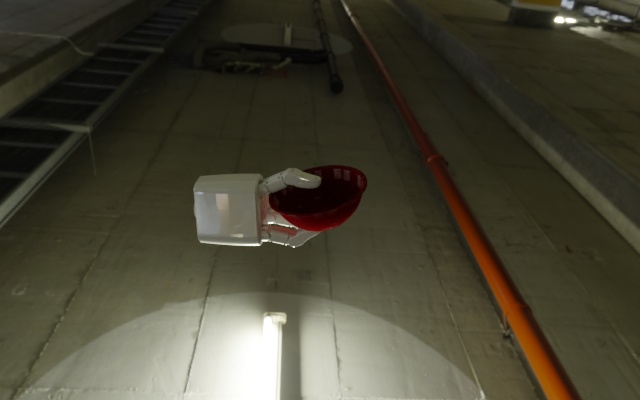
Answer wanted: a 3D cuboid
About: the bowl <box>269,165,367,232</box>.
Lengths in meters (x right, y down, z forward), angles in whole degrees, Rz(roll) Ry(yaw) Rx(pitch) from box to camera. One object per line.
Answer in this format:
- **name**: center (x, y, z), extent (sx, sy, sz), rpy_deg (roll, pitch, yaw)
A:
- **bowl**: center (0.001, 0.003, 0.775), extent (0.162, 0.055, 0.162), rpy_deg (-10, 29, 6)
